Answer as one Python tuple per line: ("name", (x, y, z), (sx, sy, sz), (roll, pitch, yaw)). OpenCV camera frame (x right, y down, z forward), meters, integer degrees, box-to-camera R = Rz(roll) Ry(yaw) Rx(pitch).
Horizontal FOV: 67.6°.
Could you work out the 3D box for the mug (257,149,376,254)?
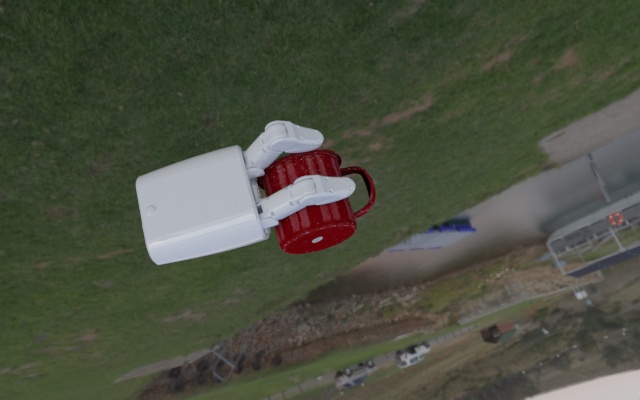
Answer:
("mug", (0.002, 0.001, 0.496), (0.117, 0.081, 0.093), (-16, -20, -3))
